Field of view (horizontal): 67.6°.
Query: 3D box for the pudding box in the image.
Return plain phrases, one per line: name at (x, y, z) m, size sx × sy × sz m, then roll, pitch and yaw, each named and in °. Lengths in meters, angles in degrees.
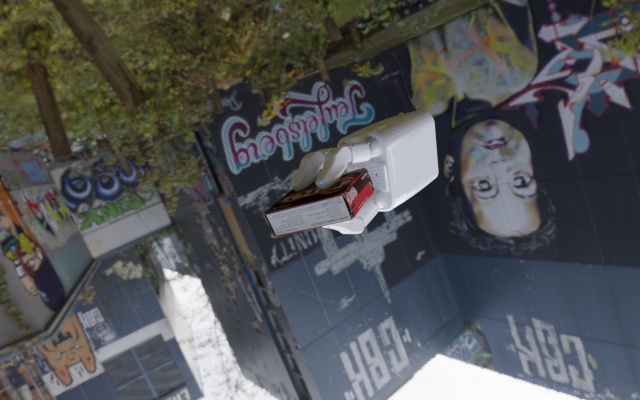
pudding box at (0.000, 0.002, 0.586) m, size 0.113 × 0.039 × 0.090 m, roll -17°, pitch 14°, yaw 28°
